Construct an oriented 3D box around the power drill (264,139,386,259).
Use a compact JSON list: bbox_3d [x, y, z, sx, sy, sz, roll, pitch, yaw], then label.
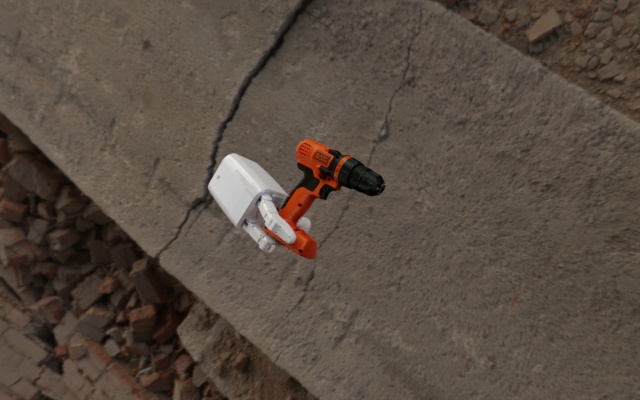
[{"bbox_3d":[0.000,0.003,0.819,0.184,0.187,0.057,30,0,34],"label":"power drill"}]
